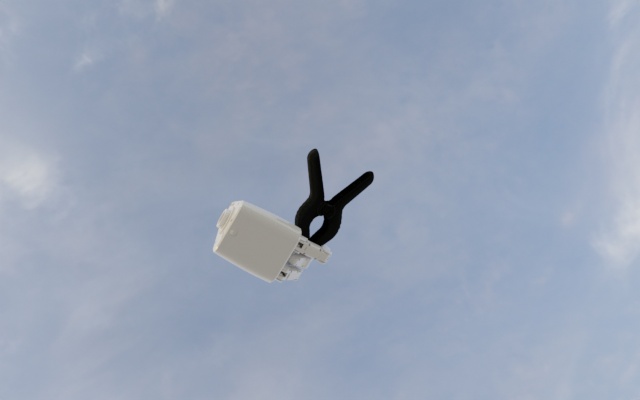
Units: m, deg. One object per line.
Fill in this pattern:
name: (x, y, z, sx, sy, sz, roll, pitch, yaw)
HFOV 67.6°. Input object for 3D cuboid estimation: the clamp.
clamp: (0.000, 0.003, 0.772, 0.120, 0.171, 0.039, 30, 3, -19)
